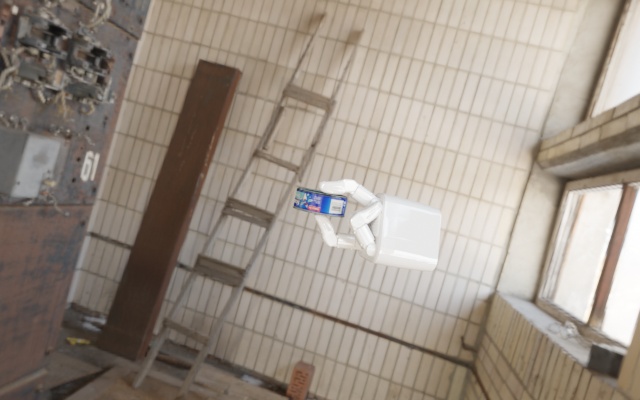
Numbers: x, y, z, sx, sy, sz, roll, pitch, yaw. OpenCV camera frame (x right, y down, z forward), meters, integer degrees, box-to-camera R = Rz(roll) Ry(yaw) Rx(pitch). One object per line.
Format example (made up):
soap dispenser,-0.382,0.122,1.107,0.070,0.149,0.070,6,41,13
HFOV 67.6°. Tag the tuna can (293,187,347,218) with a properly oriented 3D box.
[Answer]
tuna can,0.000,0.002,0.774,0.086,0.034,0.086,11,4,-1
